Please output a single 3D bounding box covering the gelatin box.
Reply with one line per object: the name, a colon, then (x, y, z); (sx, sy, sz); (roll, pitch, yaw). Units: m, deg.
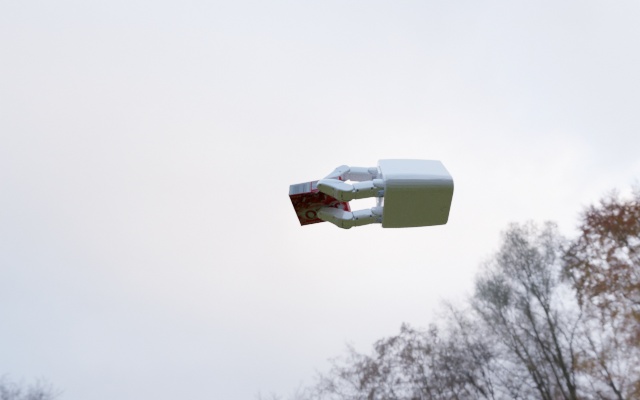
gelatin box: (0.000, 0.002, 0.778); (0.089, 0.073, 0.030); (-9, 42, 11)
